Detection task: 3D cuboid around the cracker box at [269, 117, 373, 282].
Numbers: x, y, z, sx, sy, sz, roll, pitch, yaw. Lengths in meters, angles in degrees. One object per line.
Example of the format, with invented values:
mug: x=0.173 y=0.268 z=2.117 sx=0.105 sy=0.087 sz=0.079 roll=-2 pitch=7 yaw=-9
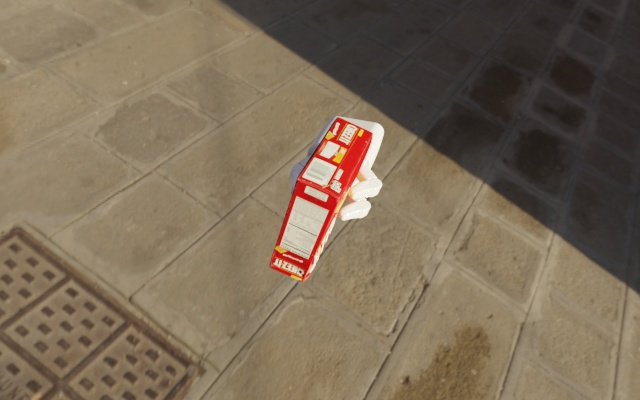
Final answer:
cracker box: x=0.000 y=0.002 z=0.750 sx=0.072 sy=0.214 sz=0.164 roll=25 pitch=46 yaw=4
